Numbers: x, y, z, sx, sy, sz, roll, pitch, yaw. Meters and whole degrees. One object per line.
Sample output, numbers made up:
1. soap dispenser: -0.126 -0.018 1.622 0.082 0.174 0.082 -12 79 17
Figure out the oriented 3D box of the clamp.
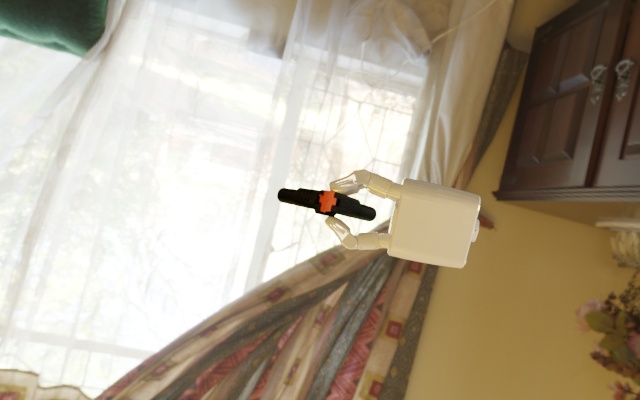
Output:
1. clamp: 0.000 0.003 0.697 0.164 0.036 0.210 11 -2 8
